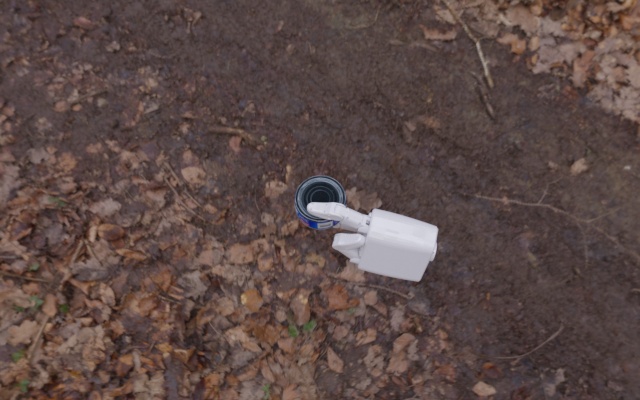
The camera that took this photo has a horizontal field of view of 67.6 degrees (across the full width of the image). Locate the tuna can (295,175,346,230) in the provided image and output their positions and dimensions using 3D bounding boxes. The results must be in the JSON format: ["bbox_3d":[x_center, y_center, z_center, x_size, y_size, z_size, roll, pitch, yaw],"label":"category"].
[{"bbox_3d":[0.000,0.002,0.784,0.086,0.086,0.034,0,-24,1],"label":"tuna can"}]
